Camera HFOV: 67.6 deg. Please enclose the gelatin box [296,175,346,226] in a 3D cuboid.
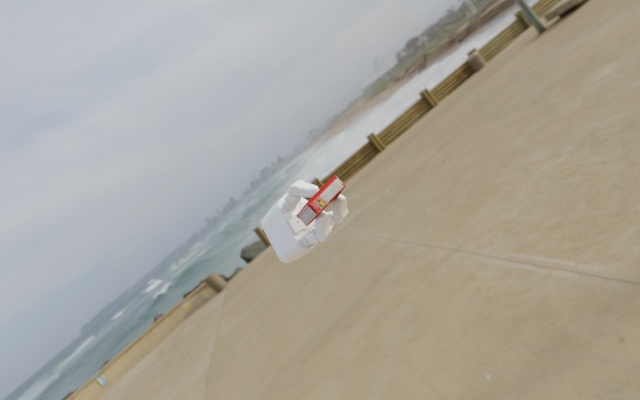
[{"bbox_3d":[0.000,0.002,0.822,0.073,0.030,0.089,-45,-2,-22],"label":"gelatin box"}]
